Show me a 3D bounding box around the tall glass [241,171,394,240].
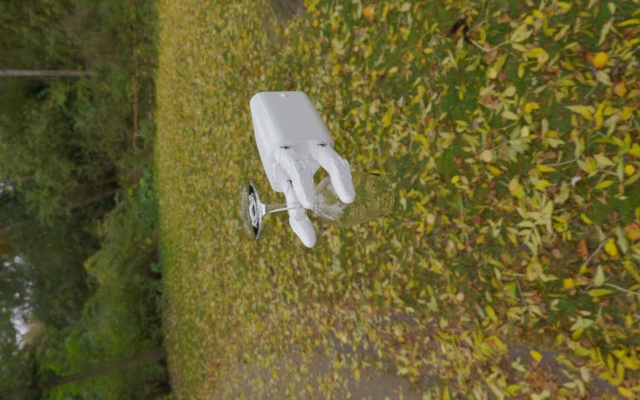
[{"bbox_3d":[0.000,0.002,0.646,0.201,0.079,0.079,-7,3,-25],"label":"tall glass"}]
